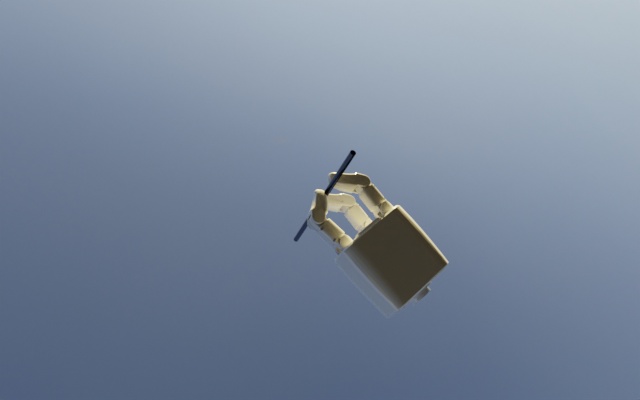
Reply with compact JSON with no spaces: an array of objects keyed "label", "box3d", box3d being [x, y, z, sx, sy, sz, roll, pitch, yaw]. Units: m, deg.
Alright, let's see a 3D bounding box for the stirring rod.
[{"label":"stirring rod","box3d":[0.000,0.002,0.688,0.011,0.011,0.240,0,-31,-23]}]
